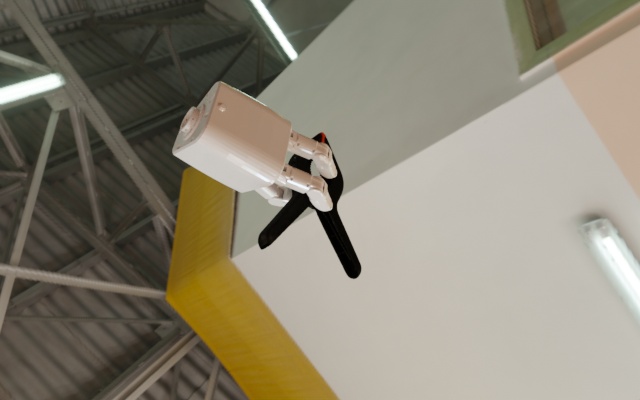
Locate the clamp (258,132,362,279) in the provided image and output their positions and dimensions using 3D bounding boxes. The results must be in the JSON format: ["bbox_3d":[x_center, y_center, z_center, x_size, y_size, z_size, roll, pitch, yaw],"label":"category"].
[{"bbox_3d":[-0.001,0.002,0.665,0.164,0.209,0.036,30,-39,-31],"label":"clamp"}]
